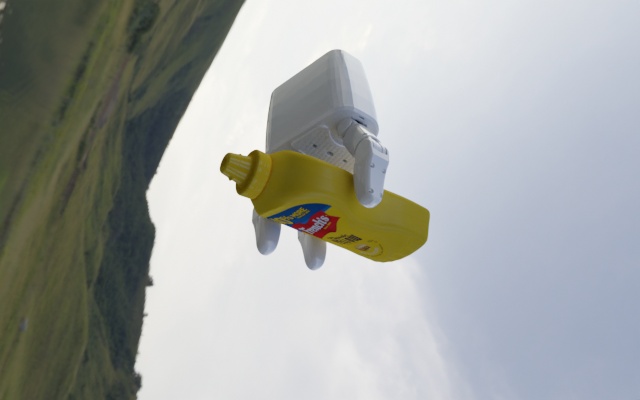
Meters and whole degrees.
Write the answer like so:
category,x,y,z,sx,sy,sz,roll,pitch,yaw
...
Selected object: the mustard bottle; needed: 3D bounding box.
category,x,y,z,sx,sy,sz,roll,pitch,yaw
mustard bottle,0.000,0.002,0.429,0.192,0.058,0.096,23,-24,-28
